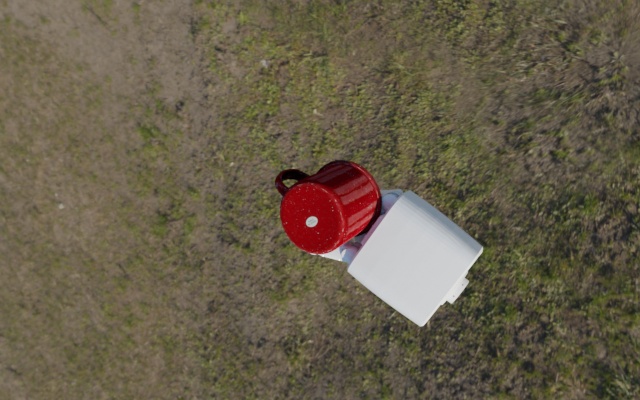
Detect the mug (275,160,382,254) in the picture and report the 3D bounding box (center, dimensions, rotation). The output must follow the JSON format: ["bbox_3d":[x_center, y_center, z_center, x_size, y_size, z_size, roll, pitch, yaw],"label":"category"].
[{"bbox_3d":[-0.001,0.001,0.527,0.117,0.093,0.081,37,31,15],"label":"mug"}]
